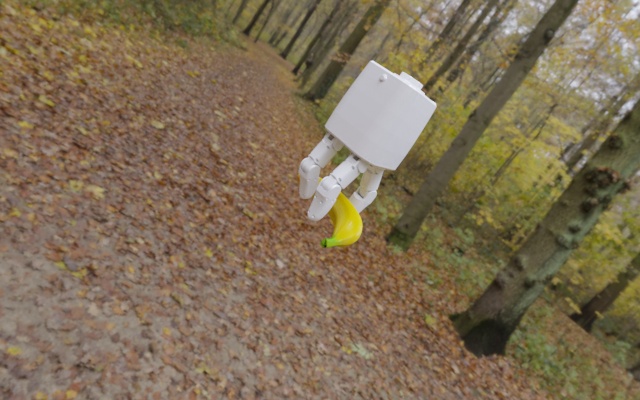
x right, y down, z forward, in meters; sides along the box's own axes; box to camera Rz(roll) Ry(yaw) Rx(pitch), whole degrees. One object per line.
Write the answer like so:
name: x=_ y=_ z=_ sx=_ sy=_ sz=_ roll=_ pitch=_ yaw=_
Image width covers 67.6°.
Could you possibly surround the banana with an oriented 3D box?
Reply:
banana: x=0.017 y=0.010 z=0.668 sx=0.069 sy=0.037 sz=0.197 roll=23 pitch=19 yaw=-23
